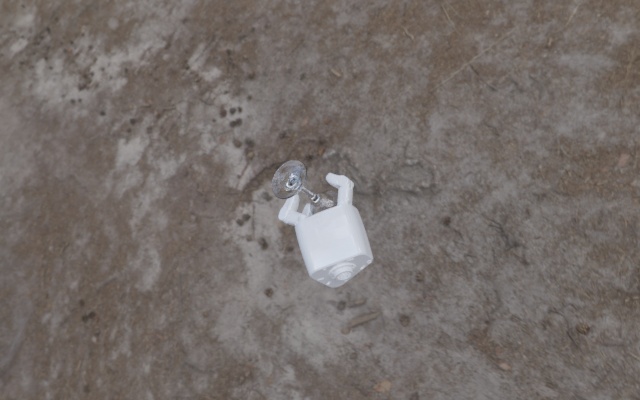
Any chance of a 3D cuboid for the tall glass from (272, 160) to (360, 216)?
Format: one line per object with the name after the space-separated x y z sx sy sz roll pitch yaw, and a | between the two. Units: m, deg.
0.000 0.002 0.891 0.079 0.079 0.201 0 -23 36 | tall glass
